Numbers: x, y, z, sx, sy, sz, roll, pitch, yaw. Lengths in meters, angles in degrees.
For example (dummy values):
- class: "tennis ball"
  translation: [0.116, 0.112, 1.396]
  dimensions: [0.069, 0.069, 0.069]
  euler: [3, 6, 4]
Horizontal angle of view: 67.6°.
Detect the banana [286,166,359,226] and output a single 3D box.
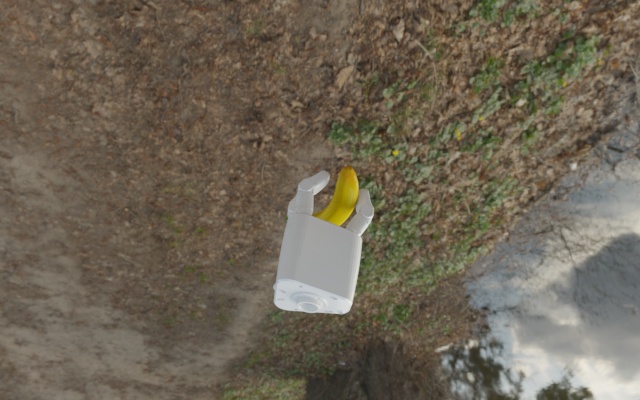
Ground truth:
- class: "banana"
  translation: [0.014, 0.013, 0.765]
  dimensions: [0.069, 0.037, 0.198]
  euler: [30, -39, -17]
